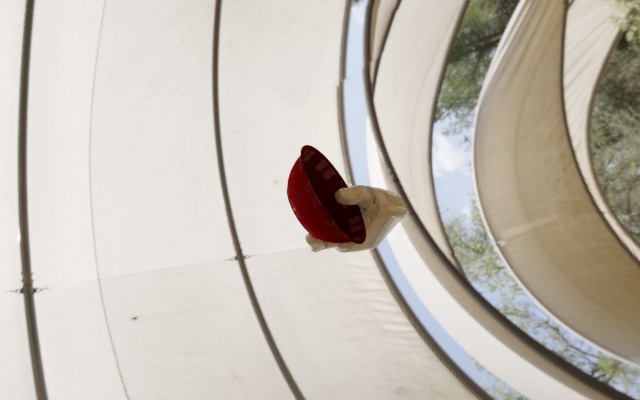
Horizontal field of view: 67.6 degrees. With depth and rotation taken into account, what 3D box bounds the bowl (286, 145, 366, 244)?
[{"bbox_3d":[-0.001,0.002,0.685,0.055,0.162,0.162,-31,-10,18],"label":"bowl"}]
